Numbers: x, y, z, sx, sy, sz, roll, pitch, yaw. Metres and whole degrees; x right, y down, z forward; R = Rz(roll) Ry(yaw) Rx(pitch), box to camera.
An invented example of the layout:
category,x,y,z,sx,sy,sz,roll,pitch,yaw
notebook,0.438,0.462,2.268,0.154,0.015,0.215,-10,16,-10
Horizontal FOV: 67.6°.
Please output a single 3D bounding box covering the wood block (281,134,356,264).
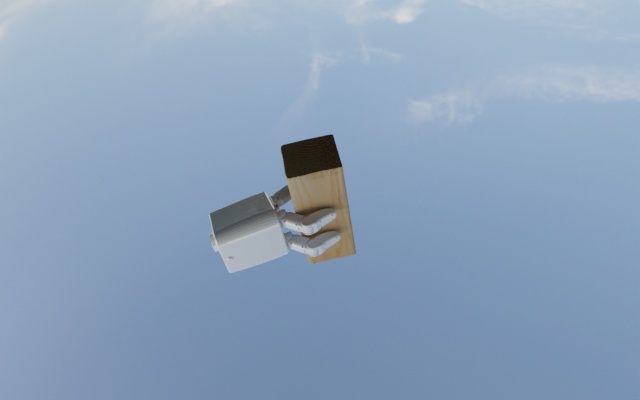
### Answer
category,x,y,z,sx,sy,sz,roll,pitch,yaw
wood block,0.000,0.003,0.815,0.090,0.206,0.090,-13,43,-1
